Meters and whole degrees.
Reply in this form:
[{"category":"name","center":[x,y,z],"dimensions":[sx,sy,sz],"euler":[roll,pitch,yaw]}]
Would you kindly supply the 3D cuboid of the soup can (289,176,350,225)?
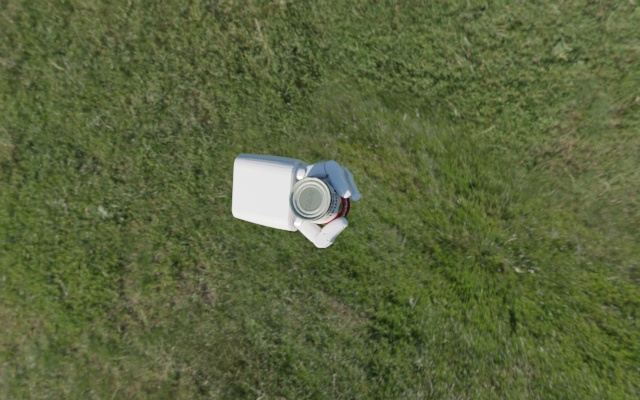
[{"category":"soup can","center":[0.000,0.003,0.735],"dimensions":[0.068,0.068,0.102],"euler":[0,-6,19]}]
